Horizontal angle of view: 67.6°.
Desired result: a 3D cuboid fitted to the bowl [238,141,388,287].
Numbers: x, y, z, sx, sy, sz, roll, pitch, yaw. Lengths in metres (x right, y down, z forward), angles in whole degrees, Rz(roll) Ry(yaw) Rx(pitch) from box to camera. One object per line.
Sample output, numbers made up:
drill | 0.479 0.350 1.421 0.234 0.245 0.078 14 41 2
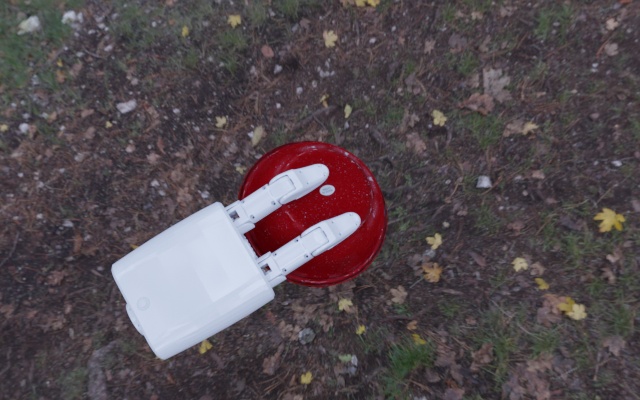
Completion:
bowl | 0.001 0.001 0.478 0.162 0.162 0.055 0 -20 -15
